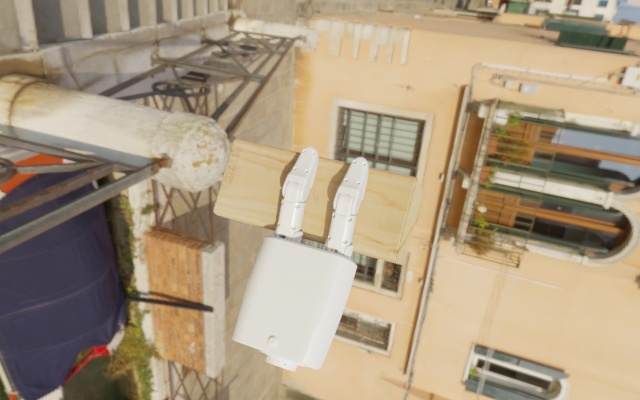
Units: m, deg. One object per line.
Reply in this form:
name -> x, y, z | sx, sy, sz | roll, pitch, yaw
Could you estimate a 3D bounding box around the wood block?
wood block -> 0.000, 0.002, 0.538 | 0.206, 0.090, 0.091 | 14, -5, 17
